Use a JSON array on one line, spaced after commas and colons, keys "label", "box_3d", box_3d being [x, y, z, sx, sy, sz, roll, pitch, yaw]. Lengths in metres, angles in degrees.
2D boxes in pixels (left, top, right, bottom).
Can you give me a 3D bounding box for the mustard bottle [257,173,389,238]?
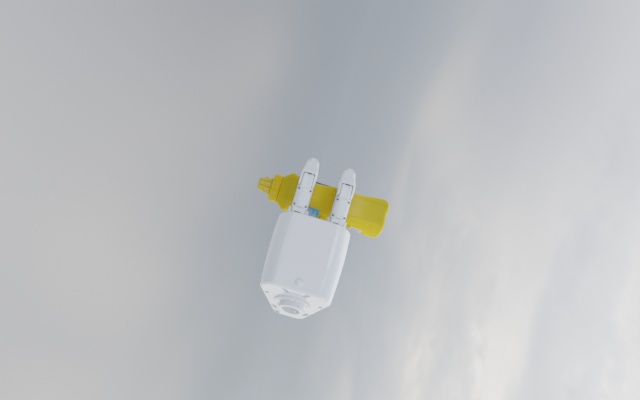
[{"label": "mustard bottle", "box_3d": [0.000, 0.002, 0.709, 0.191, 0.058, 0.096, 17, -7, -1]}]
